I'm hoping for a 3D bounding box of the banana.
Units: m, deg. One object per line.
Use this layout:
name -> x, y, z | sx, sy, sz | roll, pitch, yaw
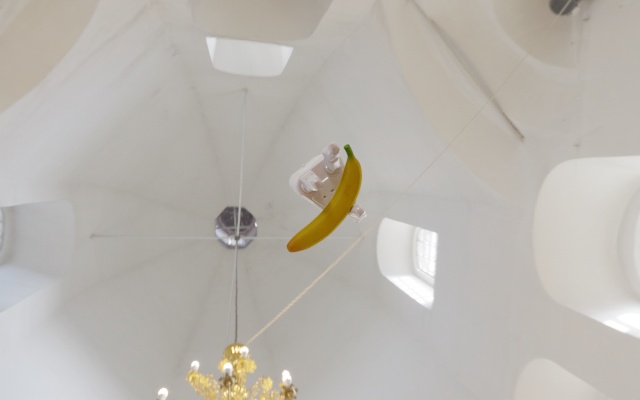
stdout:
banana -> 0.017, 0.008, 0.786 | 0.069, 0.198, 0.037 | 29, 0, -20
